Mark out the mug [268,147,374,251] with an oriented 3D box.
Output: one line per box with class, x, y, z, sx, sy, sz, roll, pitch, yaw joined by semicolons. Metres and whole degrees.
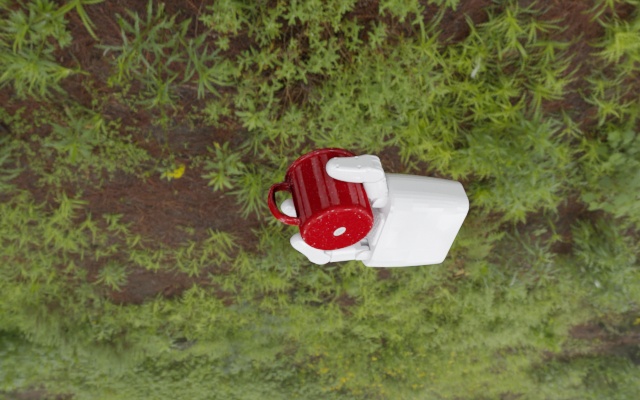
mug;-0.001;0.002;0.528;0.117;0.081;0.093;0;-39;-18
